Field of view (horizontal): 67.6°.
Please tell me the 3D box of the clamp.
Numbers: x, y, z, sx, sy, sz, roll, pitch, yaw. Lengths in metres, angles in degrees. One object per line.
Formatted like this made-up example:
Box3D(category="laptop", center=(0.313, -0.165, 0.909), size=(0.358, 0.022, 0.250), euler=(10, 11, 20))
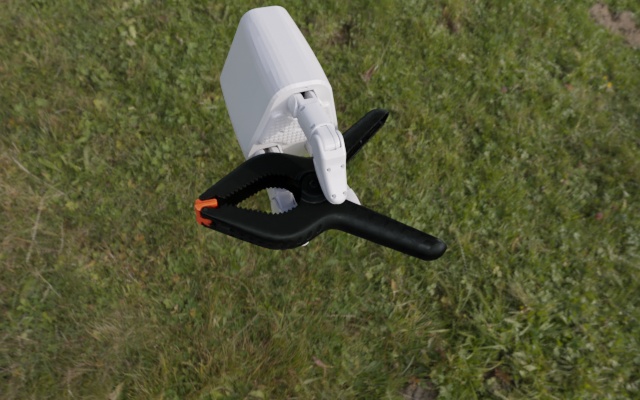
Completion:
Box3D(category="clamp", center=(0.000, 0.001, 0.420), size=(0.210, 0.164, 0.036), euler=(-16, -28, -18))
